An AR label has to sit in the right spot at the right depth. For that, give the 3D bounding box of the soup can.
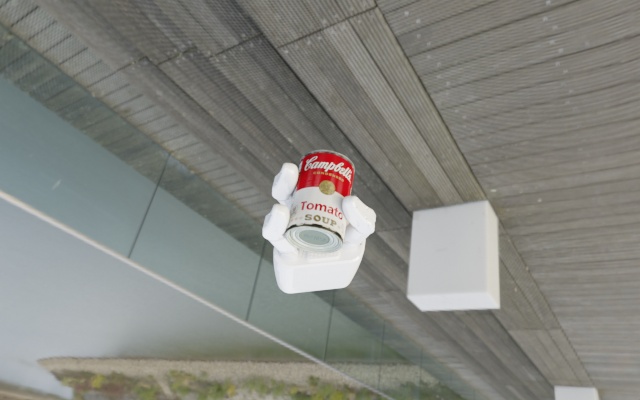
[{"bbox_3d":[0.000,0.002,0.555,0.068,0.102,0.068,8,-31,5],"label":"soup can"}]
